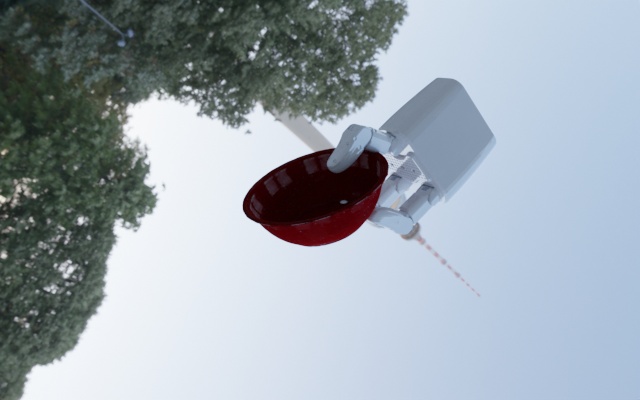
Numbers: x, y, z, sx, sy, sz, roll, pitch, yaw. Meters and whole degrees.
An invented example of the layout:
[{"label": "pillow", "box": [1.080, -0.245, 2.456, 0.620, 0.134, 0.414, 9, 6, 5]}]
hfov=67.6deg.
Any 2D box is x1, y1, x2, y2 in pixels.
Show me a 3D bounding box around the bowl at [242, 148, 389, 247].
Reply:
[{"label": "bowl", "box": [-0.001, 0.003, 0.519, 0.162, 0.055, 0.162, -14, 28, 8]}]
